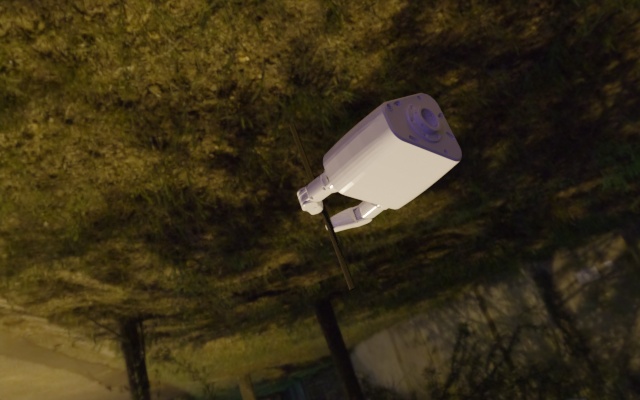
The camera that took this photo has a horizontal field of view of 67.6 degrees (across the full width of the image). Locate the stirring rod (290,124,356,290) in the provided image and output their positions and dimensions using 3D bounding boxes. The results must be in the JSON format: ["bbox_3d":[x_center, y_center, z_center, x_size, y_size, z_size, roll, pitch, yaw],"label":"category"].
[{"bbox_3d":[0.000,0.002,0.621,0.011,0.239,0.011,-18,-21,-7],"label":"stirring rod"}]
